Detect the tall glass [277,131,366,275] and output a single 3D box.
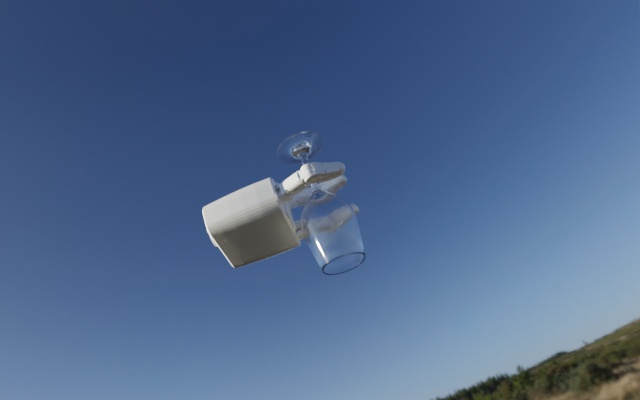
[{"bbox_3d":[0.000,0.002,0.675,0.079,0.201,0.079,-16,-29,-9],"label":"tall glass"}]
